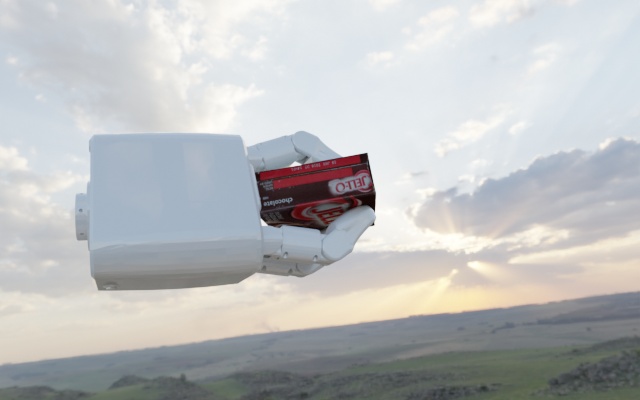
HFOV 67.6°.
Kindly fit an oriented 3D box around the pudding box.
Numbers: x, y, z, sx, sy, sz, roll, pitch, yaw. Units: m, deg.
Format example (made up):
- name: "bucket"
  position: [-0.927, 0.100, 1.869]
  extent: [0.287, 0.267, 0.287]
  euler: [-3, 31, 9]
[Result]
- name: "pudding box"
  position: [0.000, 0.001, 0.403]
  extent: [0.090, 0.039, 0.113]
  euler: [-9, -14, 4]
